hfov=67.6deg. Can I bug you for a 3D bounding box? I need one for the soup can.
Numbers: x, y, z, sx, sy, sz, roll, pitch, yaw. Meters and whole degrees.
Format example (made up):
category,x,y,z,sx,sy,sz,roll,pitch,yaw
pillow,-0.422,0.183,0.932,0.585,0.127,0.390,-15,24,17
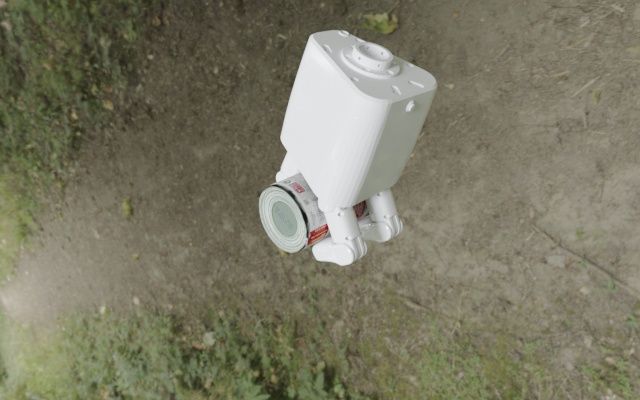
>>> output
category,x,y,z,sx,sy,sz,roll,pitch,yaw
soup can,0.000,0.002,0.466,0.102,0.068,0.068,-25,16,-39
